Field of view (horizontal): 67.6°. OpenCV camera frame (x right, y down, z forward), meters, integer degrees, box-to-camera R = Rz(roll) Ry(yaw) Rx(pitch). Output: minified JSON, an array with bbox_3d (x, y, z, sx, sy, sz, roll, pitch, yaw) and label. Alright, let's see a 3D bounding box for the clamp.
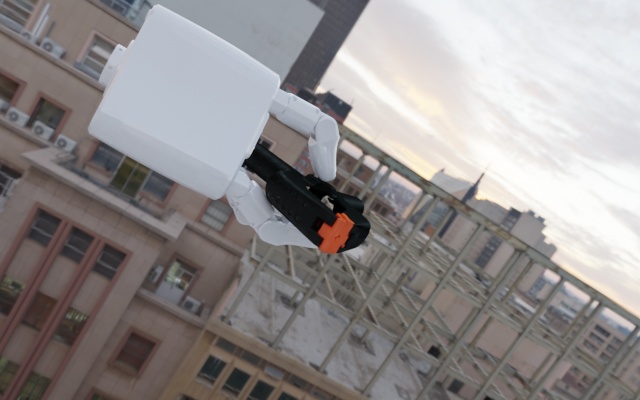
[{"bbox_3d":[0.000,0.001,0.429,0.164,0.036,0.210,27,9,-24],"label":"clamp"}]
